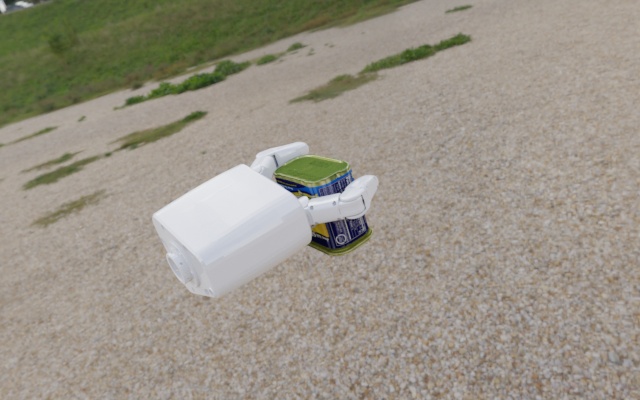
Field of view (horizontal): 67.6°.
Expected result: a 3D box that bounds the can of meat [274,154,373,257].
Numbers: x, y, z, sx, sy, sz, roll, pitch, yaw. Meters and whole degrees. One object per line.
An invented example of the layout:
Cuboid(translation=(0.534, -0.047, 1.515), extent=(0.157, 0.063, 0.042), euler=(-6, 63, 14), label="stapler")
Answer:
Cuboid(translation=(0.000, 0.001, 0.509), extent=(0.057, 0.084, 0.102), euler=(-30, 26, -26), label="can of meat")
